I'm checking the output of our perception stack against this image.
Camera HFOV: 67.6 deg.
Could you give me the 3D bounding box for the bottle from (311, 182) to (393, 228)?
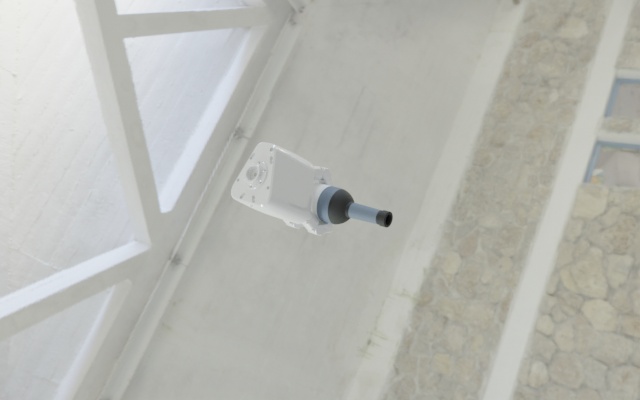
[{"bbox_3d":[0.000,0.003,0.880,0.295,0.069,0.069,14,9,38],"label":"bottle"}]
